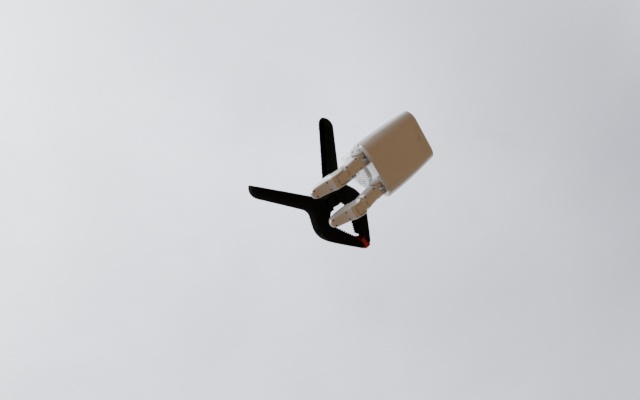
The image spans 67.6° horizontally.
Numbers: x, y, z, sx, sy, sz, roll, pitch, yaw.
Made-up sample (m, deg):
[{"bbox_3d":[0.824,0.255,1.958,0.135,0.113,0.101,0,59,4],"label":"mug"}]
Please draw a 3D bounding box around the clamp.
[{"bbox_3d":[0.000,0.003,0.737,0.164,0.210,0.036,-38,18,-14],"label":"clamp"}]
